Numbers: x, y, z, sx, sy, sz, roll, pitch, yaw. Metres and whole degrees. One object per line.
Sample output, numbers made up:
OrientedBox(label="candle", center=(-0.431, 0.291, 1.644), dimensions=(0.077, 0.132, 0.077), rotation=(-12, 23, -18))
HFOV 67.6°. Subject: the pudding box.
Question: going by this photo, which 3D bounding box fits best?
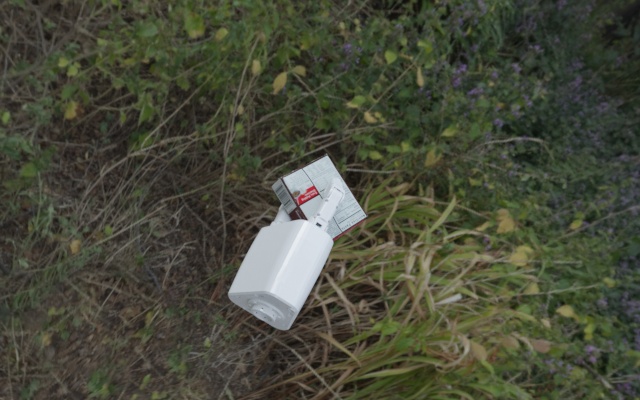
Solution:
OrientedBox(label="pudding box", center=(0.000, 0.002, 0.670), dimensions=(0.090, 0.113, 0.039), rotation=(-30, -4, -32))
